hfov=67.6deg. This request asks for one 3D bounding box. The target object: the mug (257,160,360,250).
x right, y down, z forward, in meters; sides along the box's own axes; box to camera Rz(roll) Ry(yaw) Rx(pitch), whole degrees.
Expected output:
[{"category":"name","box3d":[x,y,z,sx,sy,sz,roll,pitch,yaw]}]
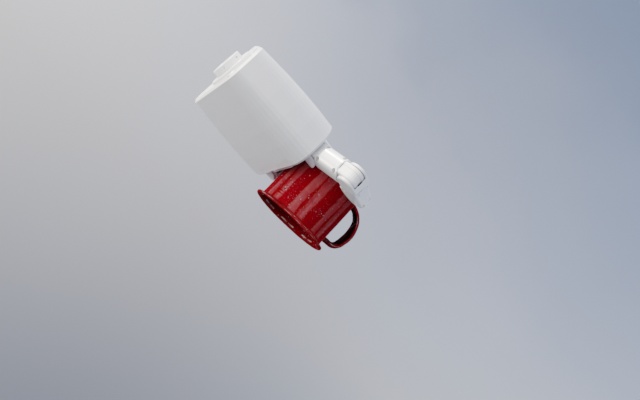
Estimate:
[{"category":"mug","box3d":[0.001,0.003,0.522,0.117,0.081,0.093,48,-12,-21]}]
